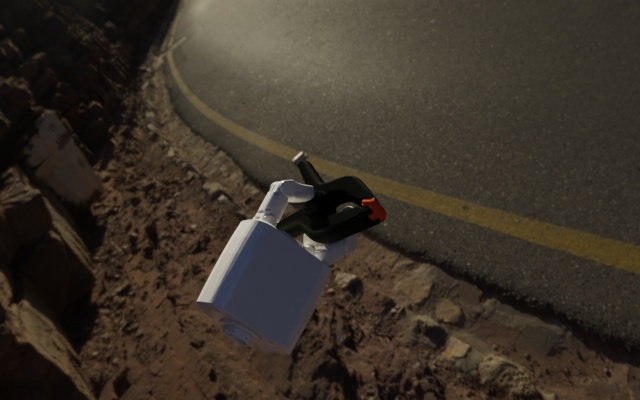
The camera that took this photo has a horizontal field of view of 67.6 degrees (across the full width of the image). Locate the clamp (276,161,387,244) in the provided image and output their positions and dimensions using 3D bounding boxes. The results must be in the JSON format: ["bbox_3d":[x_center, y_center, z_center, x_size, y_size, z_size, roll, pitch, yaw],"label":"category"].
[{"bbox_3d":[0.000,0.002,0.604,0.210,0.164,0.036,-7,-44,45],"label":"clamp"}]
